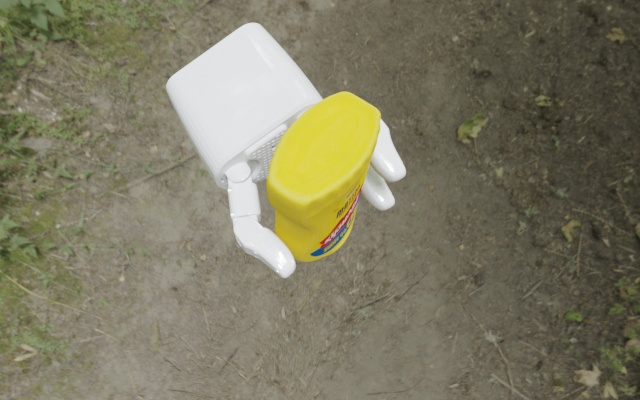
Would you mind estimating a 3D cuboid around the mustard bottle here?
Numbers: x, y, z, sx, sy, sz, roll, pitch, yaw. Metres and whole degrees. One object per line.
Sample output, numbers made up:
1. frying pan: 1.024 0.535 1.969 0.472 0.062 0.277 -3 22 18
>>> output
1. mustard bottle: 0.000 0.001 0.401 0.058 0.096 0.192 32 -22 12
